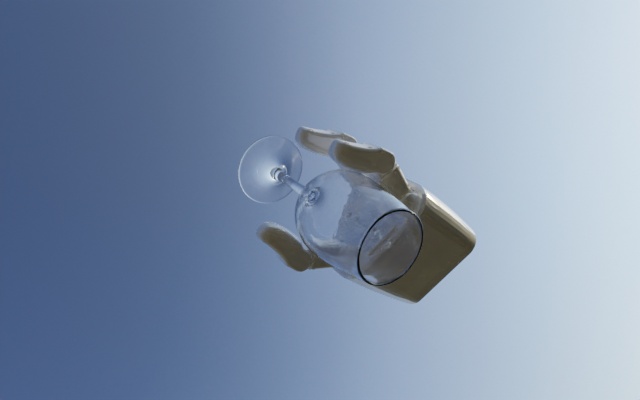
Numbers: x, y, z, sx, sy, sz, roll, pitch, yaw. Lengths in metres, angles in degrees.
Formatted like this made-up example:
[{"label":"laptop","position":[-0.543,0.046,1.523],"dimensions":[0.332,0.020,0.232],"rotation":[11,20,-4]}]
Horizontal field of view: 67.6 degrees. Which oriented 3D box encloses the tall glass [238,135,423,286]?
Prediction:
[{"label":"tall glass","position":[0.000,0.001,0.424],"dimensions":[0.079,0.079,0.201],"rotation":[0,20,-33]}]
